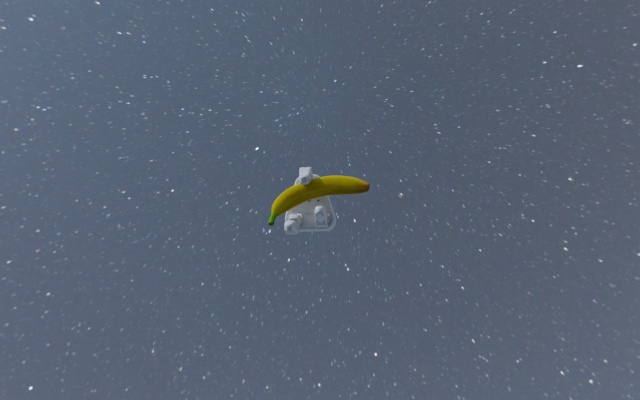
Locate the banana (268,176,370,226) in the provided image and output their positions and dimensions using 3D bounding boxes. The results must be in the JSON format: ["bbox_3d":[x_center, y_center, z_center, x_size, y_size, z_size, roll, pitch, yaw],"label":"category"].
[{"bbox_3d":[-0.009,-0.011,0.889,0.198,0.069,0.037,-21,-29,-2],"label":"banana"}]
